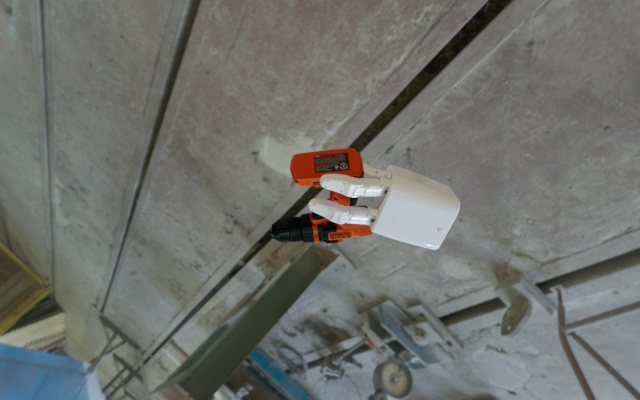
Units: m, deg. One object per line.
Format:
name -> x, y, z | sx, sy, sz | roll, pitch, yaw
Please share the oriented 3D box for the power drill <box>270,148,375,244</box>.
power drill -> 0.000, 0.002, 0.761 | 0.184, 0.057, 0.188 | -7, -36, 0
